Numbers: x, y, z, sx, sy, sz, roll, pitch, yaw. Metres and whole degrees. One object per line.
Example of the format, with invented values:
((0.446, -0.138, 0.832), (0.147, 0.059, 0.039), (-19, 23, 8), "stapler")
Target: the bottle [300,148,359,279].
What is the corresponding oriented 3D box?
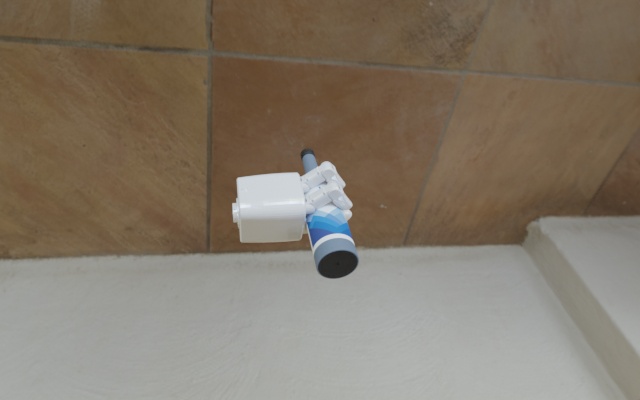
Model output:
((0.000, 0.003, 0.831), (0.069, 0.069, 0.295), (0, 40, -14), "bottle")
